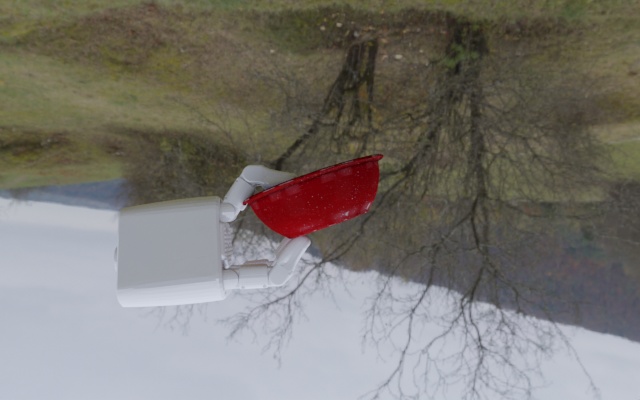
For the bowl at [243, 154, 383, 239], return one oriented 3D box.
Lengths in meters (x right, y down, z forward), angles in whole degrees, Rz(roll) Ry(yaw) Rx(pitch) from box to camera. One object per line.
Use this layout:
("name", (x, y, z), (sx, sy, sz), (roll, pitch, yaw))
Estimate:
("bowl", (0.001, 0.002, 0.521), (0.162, 0.055, 0.162), (-19, -2, -1))
